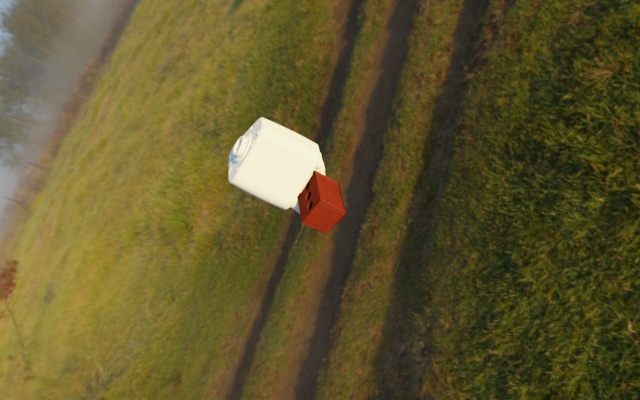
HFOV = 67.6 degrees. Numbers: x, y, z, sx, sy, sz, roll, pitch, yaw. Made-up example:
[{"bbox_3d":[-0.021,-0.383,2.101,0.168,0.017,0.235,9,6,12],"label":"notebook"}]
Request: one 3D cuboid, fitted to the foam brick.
[{"bbox_3d":[0.000,0.003,0.753,0.051,0.078,0.053,26,-59,-29],"label":"foam brick"}]
